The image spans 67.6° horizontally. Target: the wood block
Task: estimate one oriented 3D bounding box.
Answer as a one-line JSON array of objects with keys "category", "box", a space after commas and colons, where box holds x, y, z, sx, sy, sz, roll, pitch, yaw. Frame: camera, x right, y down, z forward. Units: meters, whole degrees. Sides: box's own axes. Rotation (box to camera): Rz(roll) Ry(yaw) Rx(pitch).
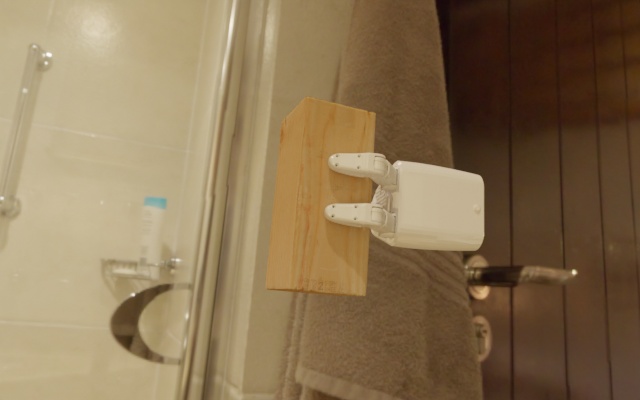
[{"category": "wood block", "box": [0.000, 0.002, 0.547, 0.090, 0.206, 0.091, 9, -14, -20]}]
